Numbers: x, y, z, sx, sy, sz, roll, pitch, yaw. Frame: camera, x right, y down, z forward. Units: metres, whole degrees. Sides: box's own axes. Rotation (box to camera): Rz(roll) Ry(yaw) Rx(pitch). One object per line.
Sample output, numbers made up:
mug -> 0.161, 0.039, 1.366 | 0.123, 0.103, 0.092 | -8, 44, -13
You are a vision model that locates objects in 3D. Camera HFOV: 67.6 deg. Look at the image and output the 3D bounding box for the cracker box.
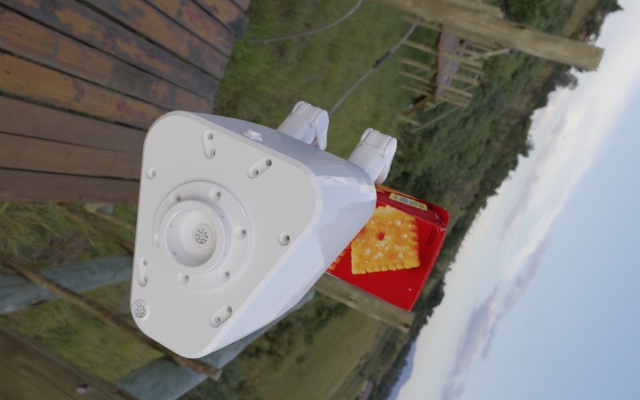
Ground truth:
cracker box -> 0.000, 0.002, 0.411 | 0.213, 0.072, 0.164 | 25, 8, 15
